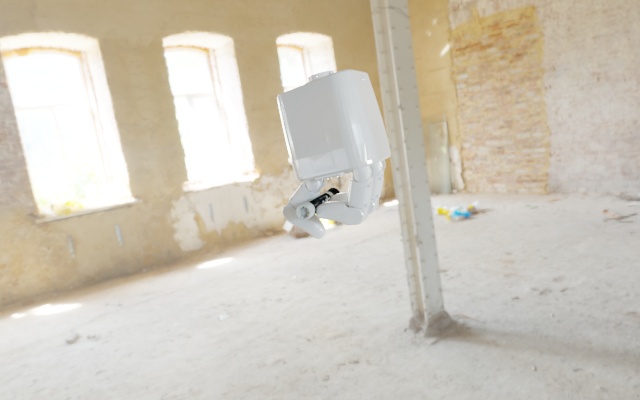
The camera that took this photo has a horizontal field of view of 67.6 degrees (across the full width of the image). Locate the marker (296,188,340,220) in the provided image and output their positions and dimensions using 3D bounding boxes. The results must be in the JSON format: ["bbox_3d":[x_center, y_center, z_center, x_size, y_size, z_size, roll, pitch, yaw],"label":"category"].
[{"bbox_3d":[0.000,0.002,0.594,0.020,0.020,0.121,0,11,20],"label":"marker"}]
